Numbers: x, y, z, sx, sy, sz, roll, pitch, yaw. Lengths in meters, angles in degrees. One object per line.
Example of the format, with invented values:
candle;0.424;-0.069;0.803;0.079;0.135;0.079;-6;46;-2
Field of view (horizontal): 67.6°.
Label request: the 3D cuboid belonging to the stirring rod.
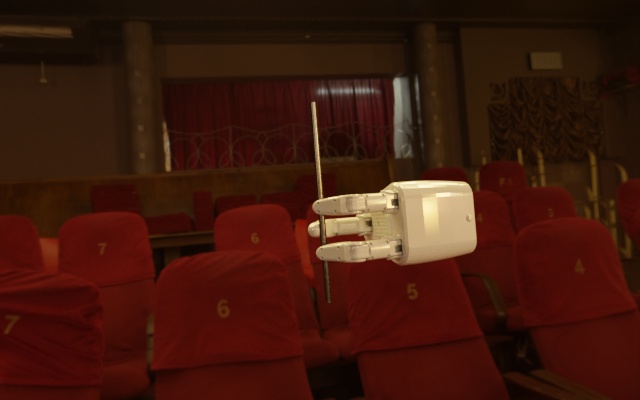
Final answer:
stirring rod;0.000;0.002;0.574;0.011;0.239;0.011;-4;-1;0
